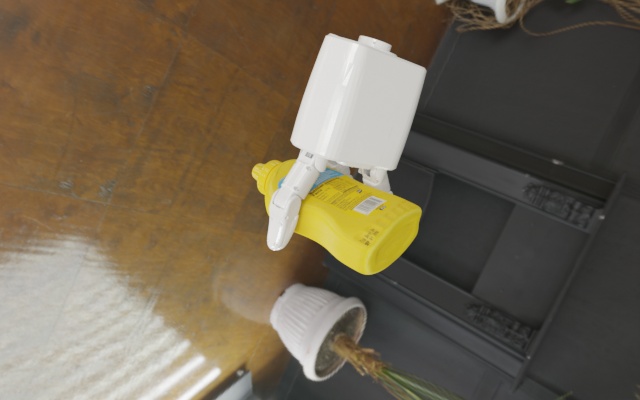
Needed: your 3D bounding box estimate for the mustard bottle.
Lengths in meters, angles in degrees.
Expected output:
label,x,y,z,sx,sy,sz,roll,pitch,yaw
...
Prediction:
label,x,y,z,sx,sy,sz,roll,pitch,yaw
mustard bottle,0.000,0.002,0.497,0.191,0.058,0.096,27,42,31
